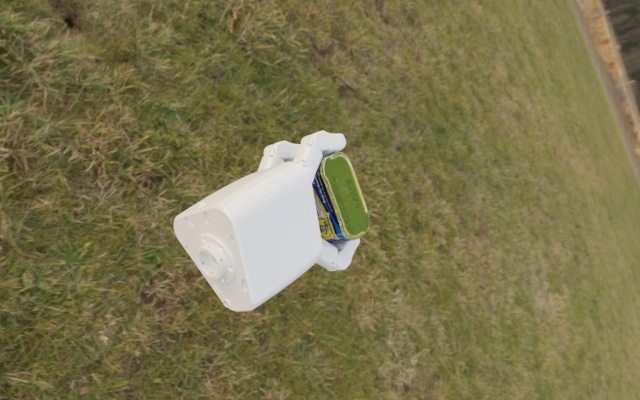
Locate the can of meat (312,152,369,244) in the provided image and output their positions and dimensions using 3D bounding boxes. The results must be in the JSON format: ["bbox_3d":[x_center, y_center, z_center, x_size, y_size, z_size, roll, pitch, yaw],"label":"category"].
[{"bbox_3d":[0.000,0.002,0.545,0.084,0.102,0.057,-13,11,42],"label":"can of meat"}]
